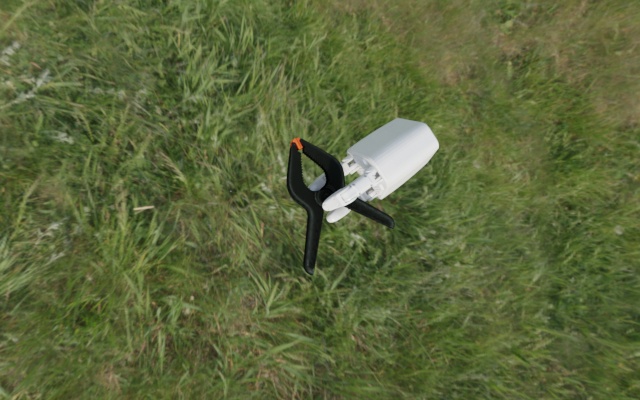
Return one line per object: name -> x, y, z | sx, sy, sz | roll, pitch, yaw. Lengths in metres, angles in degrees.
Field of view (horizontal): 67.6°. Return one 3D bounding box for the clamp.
clamp -> 0.000, 0.002, 0.753 | 0.164, 0.210, 0.036 | -36, 7, -10
